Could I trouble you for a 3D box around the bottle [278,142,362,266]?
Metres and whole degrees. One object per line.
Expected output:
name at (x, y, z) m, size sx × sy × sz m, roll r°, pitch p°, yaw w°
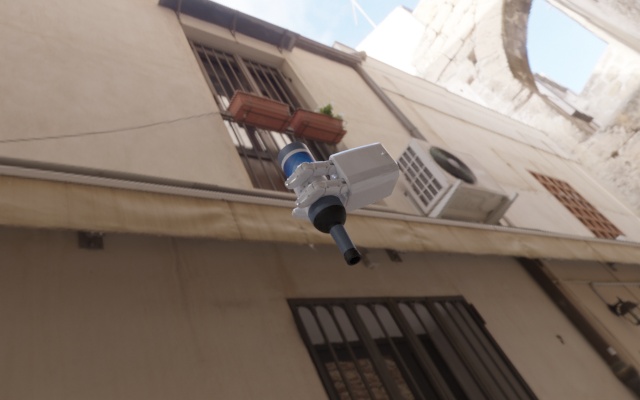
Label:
bottle at (0.000, 0.003, 0.893) m, size 0.069 × 0.069 × 0.295 m, roll 0°, pitch 42°, yaw -31°
